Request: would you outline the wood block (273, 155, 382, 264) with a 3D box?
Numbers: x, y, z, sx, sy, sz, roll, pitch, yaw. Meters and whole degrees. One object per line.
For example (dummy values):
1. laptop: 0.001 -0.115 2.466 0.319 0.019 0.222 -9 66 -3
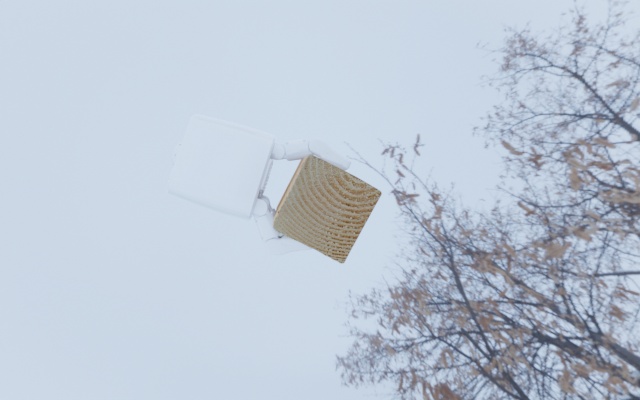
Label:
1. wood block: 0.000 0.002 0.603 0.090 0.091 0.206 27 2 -6
